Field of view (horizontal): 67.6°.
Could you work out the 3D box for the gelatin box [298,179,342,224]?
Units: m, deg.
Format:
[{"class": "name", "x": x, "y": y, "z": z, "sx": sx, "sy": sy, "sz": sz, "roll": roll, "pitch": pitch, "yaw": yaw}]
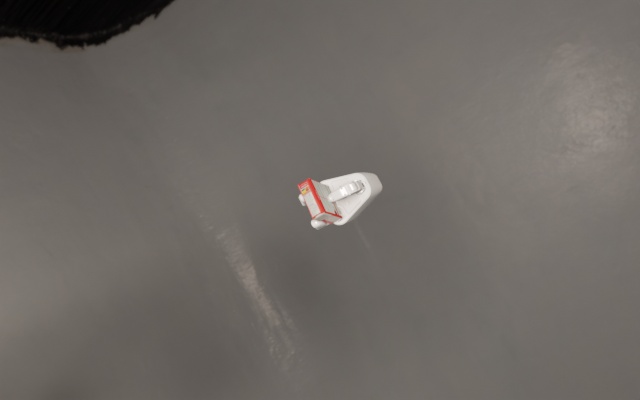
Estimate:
[{"class": "gelatin box", "x": 0.000, "y": 0.003, "z": 0.899, "sx": 0.030, "sy": 0.073, "sz": 0.089, "roll": -31, "pitch": -20, "yaw": 18}]
